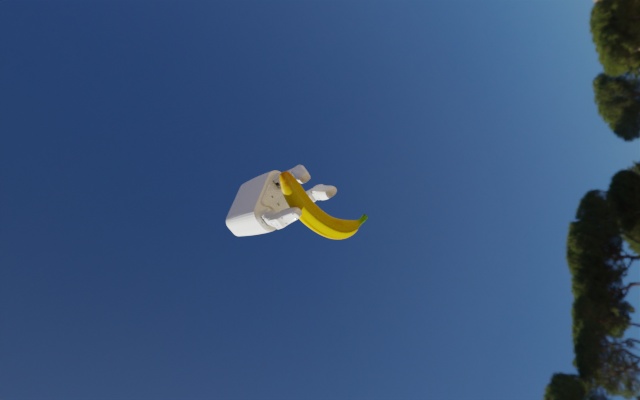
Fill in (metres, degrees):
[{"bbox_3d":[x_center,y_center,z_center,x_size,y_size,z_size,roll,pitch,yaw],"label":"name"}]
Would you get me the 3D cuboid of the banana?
[{"bbox_3d":[-0.002,0.021,0.827,0.198,0.069,0.037,29,-26,-33],"label":"banana"}]
